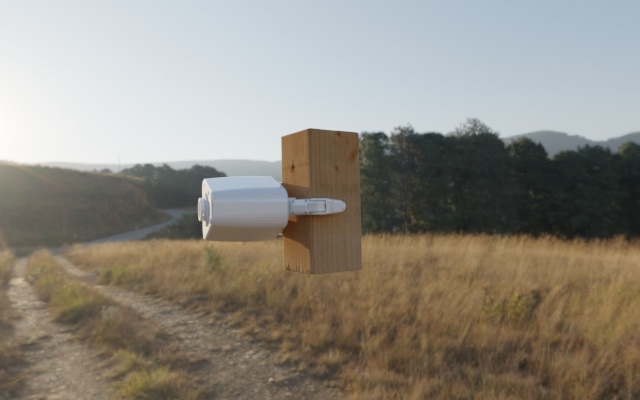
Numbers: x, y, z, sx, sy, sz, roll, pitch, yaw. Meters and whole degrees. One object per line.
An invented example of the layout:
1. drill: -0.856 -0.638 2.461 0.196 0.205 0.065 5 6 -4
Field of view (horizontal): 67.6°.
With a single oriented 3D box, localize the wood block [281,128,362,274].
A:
1. wood block: 0.000 0.002 0.725 0.090 0.206 0.091 0 -2 -34
